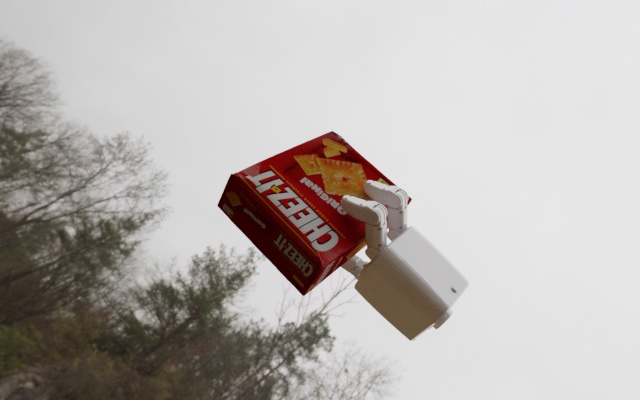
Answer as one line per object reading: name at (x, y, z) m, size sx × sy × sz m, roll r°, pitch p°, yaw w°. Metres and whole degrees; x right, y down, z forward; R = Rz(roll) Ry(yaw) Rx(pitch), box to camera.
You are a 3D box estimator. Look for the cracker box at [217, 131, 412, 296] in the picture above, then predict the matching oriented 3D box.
cracker box at (0.000, 0.002, 0.643) m, size 0.213 × 0.164 × 0.072 m, roll -30°, pitch -22°, yaw -45°
